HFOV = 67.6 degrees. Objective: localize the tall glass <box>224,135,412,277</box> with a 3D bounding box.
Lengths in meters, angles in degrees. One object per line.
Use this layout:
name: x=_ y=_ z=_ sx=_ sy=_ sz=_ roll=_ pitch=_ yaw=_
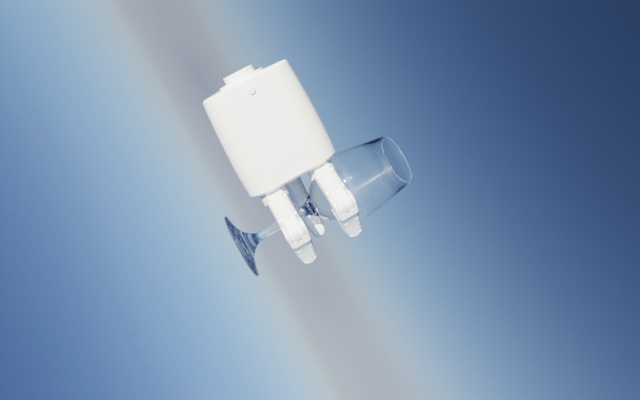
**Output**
tall glass: x=0.000 y=0.002 z=0.528 sx=0.201 sy=0.079 sz=0.079 roll=-29 pitch=3 yaw=-6
